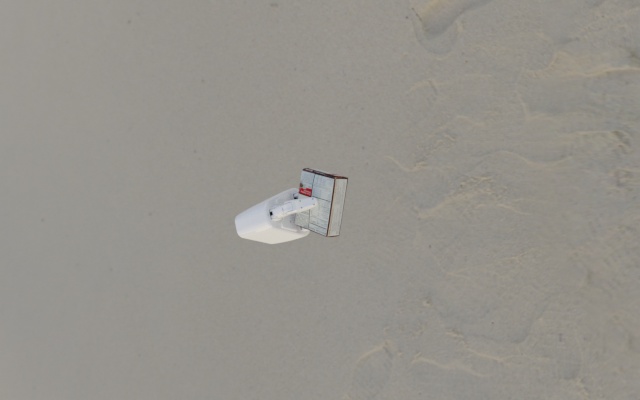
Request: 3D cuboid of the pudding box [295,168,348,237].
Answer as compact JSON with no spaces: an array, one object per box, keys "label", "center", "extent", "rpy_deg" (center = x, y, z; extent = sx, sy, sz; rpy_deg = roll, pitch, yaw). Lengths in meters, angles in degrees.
[{"label":"pudding box","center":[0.000,0.003,0.879],"extent":[0.090,0.113,0.039],"rpy_deg":[18,16,41]}]
